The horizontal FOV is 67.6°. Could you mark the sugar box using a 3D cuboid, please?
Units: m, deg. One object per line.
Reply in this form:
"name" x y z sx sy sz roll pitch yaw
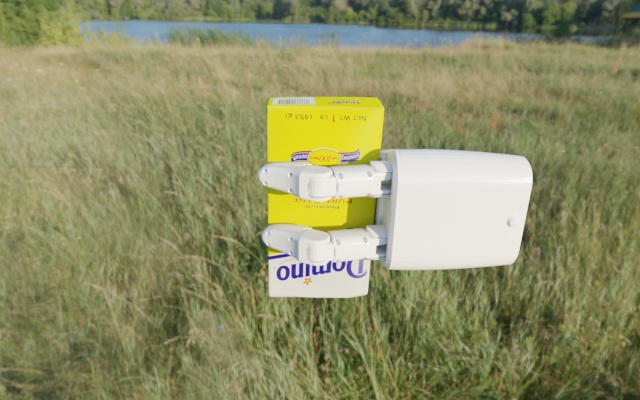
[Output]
"sugar box" 0.000 0.001 0.412 0.093 0.176 0.048 0 22 -2
